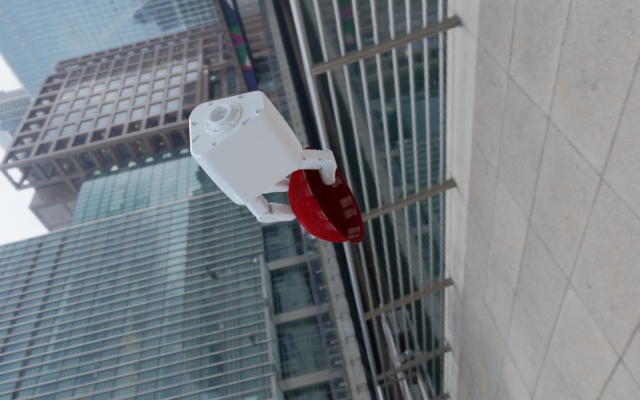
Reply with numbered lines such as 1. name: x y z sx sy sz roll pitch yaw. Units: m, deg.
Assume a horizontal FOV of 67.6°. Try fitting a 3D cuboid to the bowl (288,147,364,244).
1. bowl: 0.001 0.003 0.719 0.055 0.162 0.162 -30 -12 21
